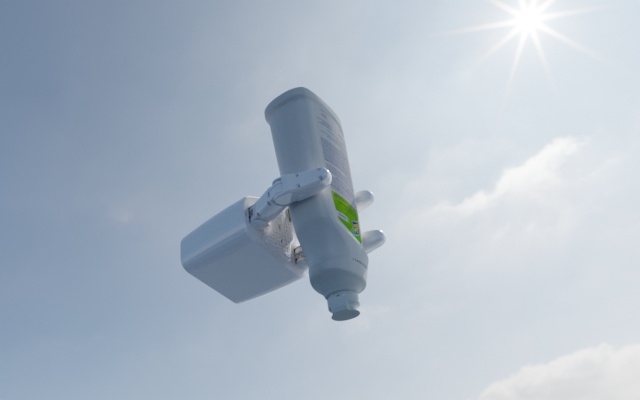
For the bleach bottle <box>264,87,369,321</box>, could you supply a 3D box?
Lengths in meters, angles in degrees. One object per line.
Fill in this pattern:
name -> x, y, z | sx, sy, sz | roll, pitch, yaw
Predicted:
bleach bottle -> 0.000, 0.002, 0.511 | 0.068, 0.250, 0.103 | -28, -36, 25
